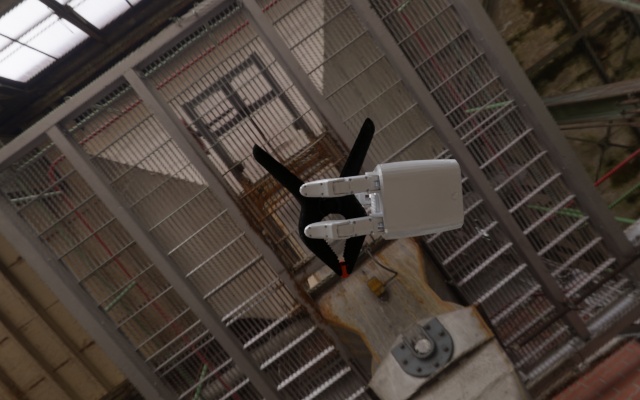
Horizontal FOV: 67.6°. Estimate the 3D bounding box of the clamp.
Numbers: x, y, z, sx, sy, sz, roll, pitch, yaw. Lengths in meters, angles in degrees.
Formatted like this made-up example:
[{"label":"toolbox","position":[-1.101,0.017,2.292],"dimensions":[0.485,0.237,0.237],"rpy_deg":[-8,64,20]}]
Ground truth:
[{"label":"clamp","position":[0.000,0.003,0.643],"dimensions":[0.164,0.210,0.036],"rpy_deg":[-6,6,0]}]
